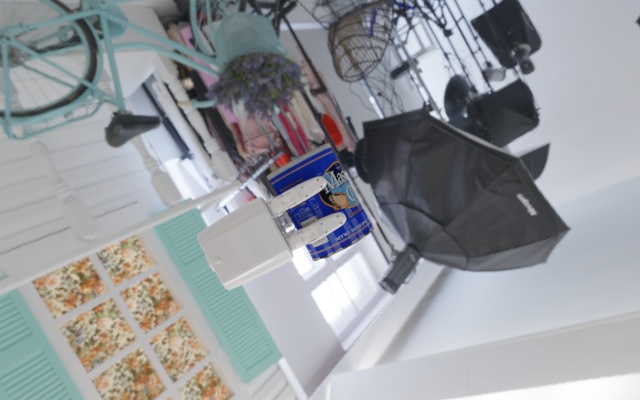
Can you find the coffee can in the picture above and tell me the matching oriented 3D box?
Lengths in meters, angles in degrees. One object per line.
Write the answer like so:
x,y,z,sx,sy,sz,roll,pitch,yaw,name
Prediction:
0.000,0.002,0.694,0.103,0.140,0.103,-28,3,1,coffee can
